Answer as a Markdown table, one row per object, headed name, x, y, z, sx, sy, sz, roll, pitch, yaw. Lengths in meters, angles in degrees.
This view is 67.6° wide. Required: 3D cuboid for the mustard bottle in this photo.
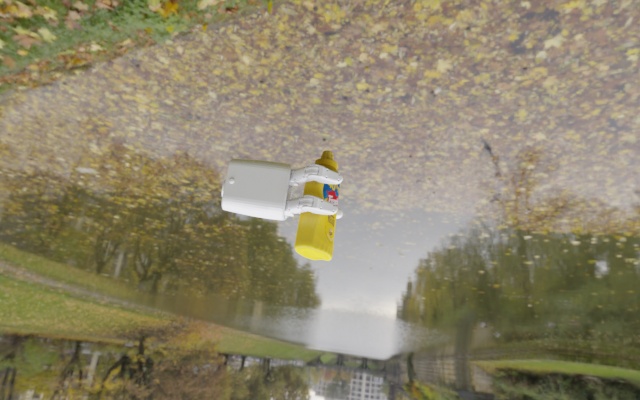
| name | x | y | z | sx | sy | sz | roll | pitch | yaw |
| --- | --- | --- | --- | --- | --- | --- | --- | --- | --- |
| mustard bottle | 0.000 | 0.003 | 0.833 | 0.058 | 0.191 | 0.096 | 0 | -20 | 23 |
